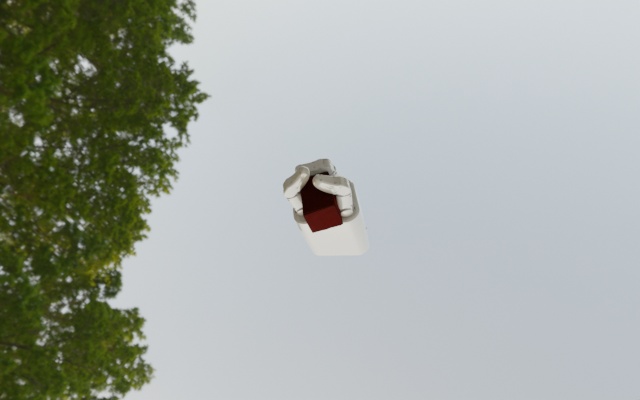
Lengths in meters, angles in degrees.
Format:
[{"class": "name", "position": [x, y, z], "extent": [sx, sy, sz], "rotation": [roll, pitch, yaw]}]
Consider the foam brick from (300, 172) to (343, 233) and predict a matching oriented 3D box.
[{"class": "foam brick", "position": [0.000, 0.003, 0.755], "extent": [0.053, 0.078, 0.051], "rotation": [-16, -43, 7]}]
